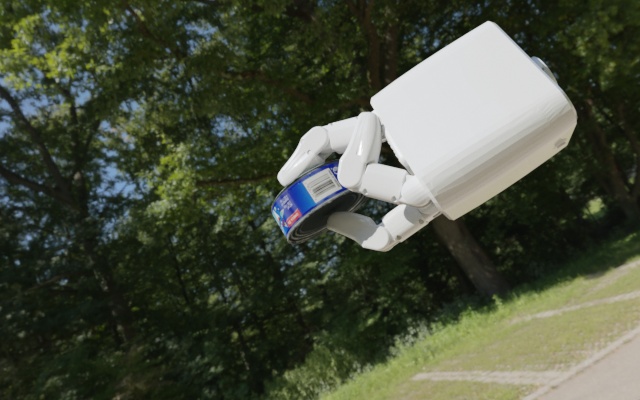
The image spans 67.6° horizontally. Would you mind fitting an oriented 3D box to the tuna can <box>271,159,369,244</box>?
[{"bbox_3d":[0.000,0.001,0.423,0.086,0.033,0.086,-30,-16,-10],"label":"tuna can"}]
